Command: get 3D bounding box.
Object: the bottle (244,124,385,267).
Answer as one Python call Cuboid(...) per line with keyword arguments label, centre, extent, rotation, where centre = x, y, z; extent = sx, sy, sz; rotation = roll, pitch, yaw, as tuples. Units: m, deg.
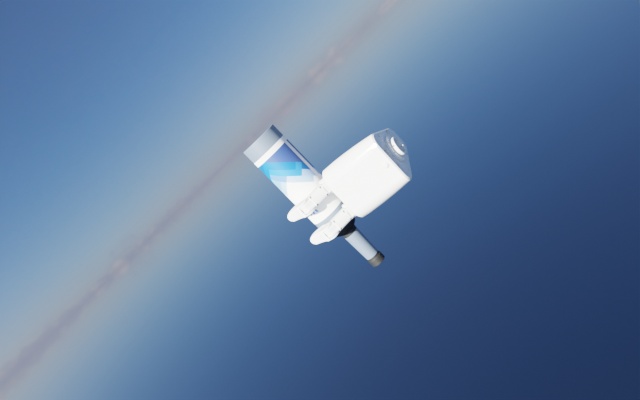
Cuboid(label="bottle", centre=(0.000, 0.002, 0.800), extent=(0.296, 0.069, 0.069), rotation=(46, -11, -11))
